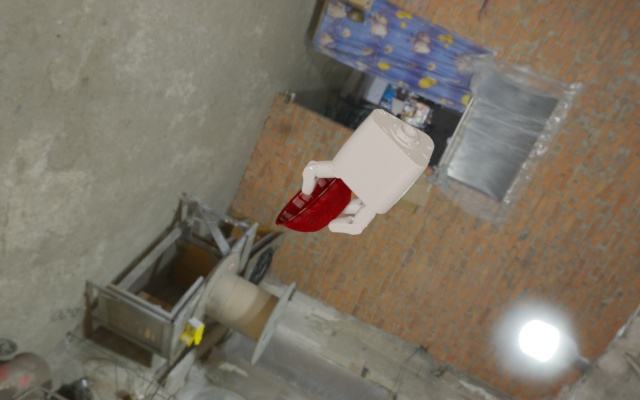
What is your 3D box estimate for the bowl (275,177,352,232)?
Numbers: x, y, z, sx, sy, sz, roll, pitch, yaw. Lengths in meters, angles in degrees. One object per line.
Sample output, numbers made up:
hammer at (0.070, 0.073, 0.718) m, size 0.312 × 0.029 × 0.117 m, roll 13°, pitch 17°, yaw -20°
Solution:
bowl at (0.000, 0.003, 0.808) m, size 0.162 × 0.055 × 0.162 m, roll -40°, pitch 12°, yaw 11°
